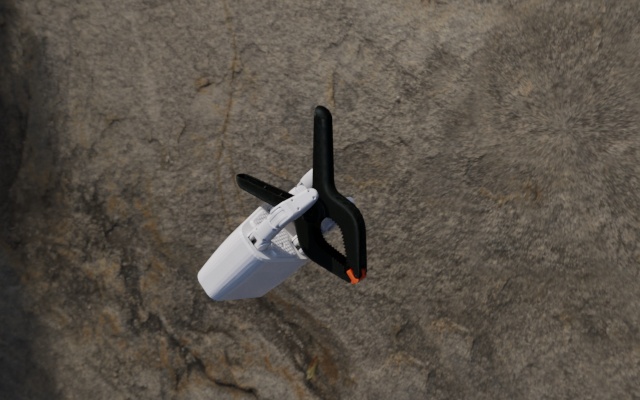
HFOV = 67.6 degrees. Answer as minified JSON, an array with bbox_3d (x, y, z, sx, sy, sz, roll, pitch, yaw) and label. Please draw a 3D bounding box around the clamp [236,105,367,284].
[{"bbox_3d":[0.000,0.003,0.585,0.165,0.210,0.036,-43,-12,29],"label":"clamp"}]
